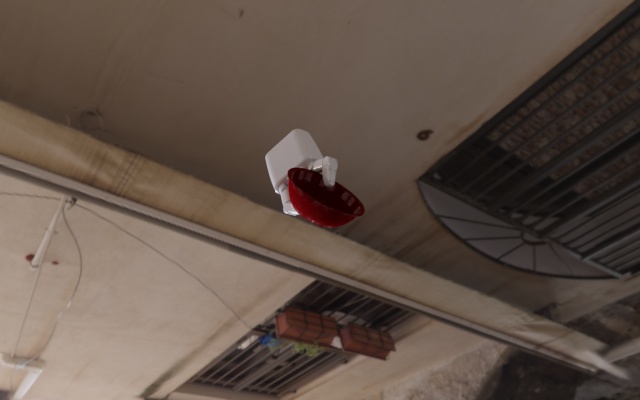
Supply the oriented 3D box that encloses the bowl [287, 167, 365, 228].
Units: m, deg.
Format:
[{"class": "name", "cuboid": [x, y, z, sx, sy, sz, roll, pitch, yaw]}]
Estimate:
[{"class": "bowl", "cuboid": [0.000, 0.004, 0.890, 0.162, 0.055, 0.162, 26, 19, -10]}]
